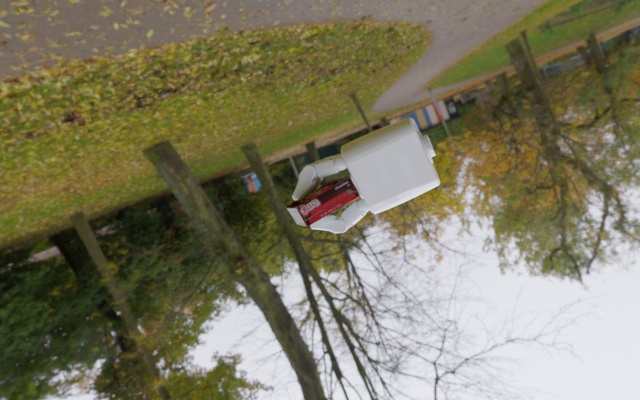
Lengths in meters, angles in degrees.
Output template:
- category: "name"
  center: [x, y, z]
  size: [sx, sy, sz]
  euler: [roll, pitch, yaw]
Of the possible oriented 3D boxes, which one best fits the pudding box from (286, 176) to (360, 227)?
- category: "pudding box"
  center: [0.000, 0.002, 0.720]
  size: [0.090, 0.039, 0.113]
  euler: [-29, 2, -11]
